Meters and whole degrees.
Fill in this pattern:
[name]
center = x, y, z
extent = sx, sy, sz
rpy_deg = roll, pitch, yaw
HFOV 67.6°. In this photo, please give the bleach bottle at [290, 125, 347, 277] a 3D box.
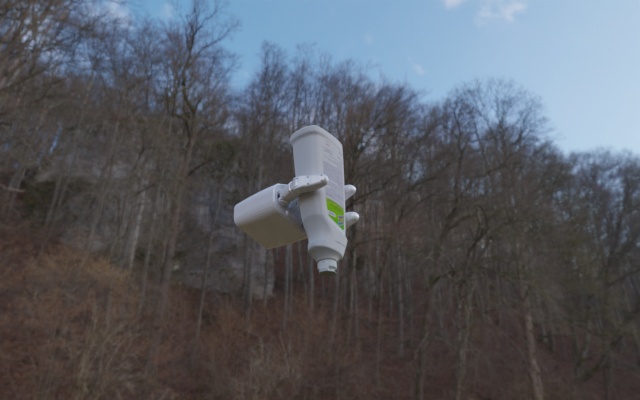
[bleach bottle]
center = 0.000, 0.003, 0.812
extent = 0.068, 0.250, 0.102
rpy_deg = -22, -32, 33
